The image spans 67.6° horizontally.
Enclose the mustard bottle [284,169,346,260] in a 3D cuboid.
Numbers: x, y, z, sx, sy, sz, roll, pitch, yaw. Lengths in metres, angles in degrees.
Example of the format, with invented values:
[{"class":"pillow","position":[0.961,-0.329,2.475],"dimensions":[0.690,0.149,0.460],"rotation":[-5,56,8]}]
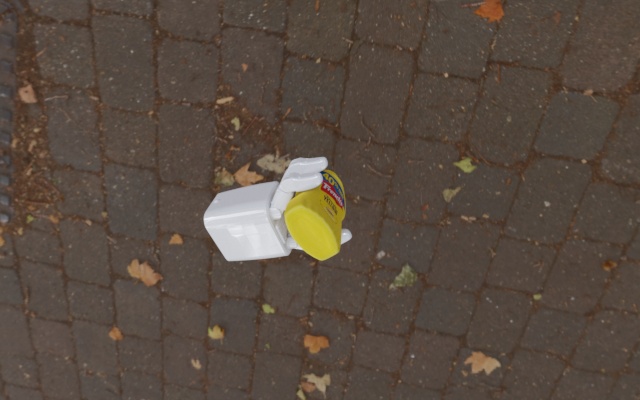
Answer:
[{"class":"mustard bottle","position":[0.000,0.002,0.740],"dimensions":[0.058,0.096,0.191],"rotation":[-31,20,22]}]
